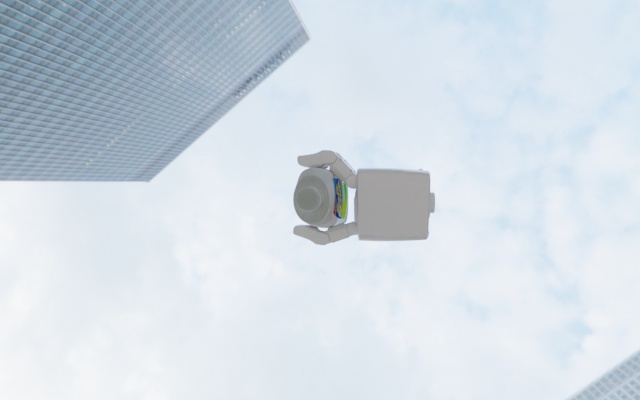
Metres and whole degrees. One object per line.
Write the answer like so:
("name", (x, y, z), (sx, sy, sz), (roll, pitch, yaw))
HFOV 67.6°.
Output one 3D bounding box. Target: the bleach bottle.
("bleach bottle", (0.000, 0.002, 0.727), (0.068, 0.102, 0.251), (2, 2, 8))
